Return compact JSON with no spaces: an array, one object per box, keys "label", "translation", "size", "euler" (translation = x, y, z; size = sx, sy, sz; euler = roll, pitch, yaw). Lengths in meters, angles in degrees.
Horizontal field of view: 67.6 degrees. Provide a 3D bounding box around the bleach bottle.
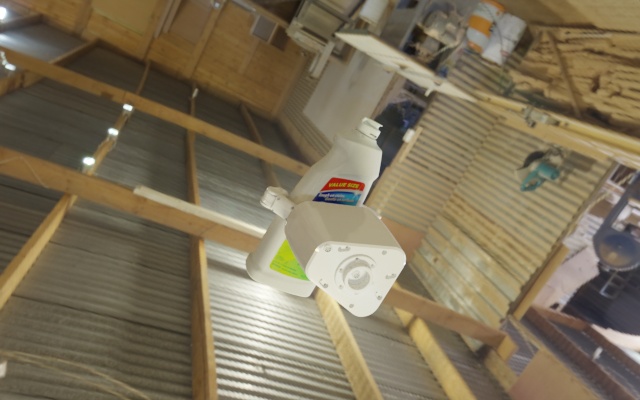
[{"label":"bleach bottle","translation":[0.000,0.002,0.631],"size":[0.102,0.251,0.068],"euler":[24,14,-22]}]
